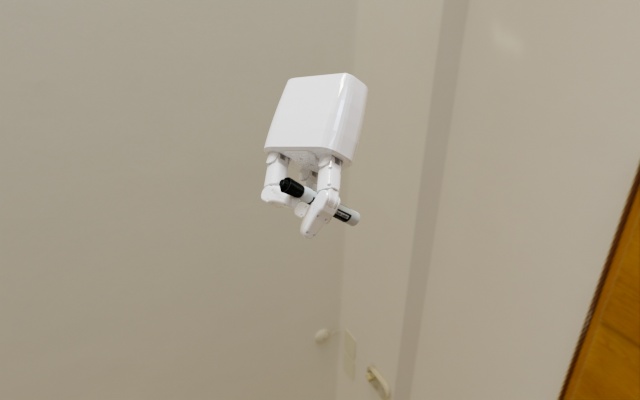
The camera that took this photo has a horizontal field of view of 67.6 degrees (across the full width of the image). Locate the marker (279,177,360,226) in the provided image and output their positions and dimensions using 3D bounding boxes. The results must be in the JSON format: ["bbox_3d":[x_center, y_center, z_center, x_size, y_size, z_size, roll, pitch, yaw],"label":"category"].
[{"bbox_3d":[0.000,0.002,0.560,0.121,0.020,0.020,27,-17,-37],"label":"marker"}]
